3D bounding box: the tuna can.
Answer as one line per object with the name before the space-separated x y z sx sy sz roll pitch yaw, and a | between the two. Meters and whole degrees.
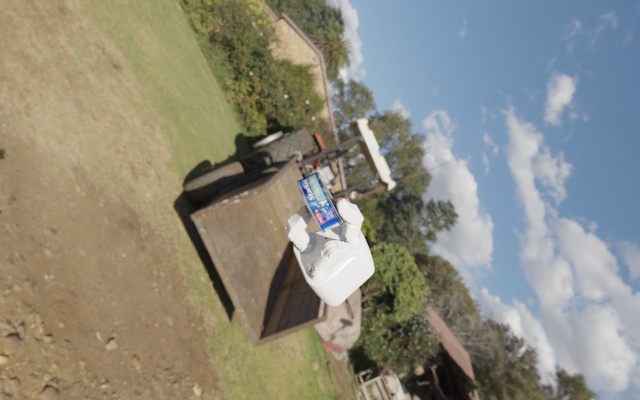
tuna can | 0.001 0.002 0.694 0.034 0.086 0.086 -26 -2 4
